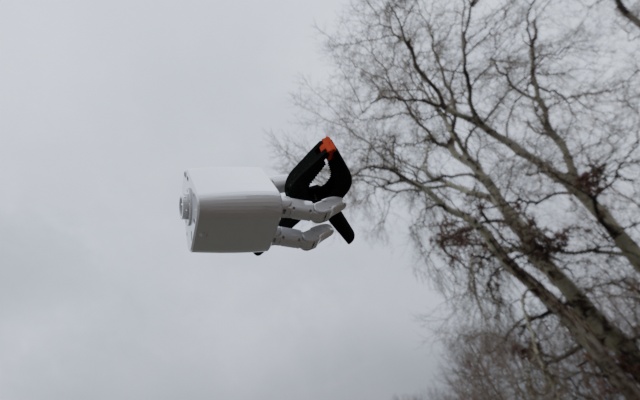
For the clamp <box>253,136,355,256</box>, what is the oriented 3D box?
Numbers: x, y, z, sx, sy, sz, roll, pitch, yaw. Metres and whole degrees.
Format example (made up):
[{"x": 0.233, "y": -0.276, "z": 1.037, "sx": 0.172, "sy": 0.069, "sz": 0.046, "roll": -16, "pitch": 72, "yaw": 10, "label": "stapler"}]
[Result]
[{"x": 0.000, "y": 0.001, "z": 0.677, "sx": 0.164, "sy": 0.210, "sz": 0.036, "roll": -1, "pitch": 45, "yaw": -26, "label": "clamp"}]
